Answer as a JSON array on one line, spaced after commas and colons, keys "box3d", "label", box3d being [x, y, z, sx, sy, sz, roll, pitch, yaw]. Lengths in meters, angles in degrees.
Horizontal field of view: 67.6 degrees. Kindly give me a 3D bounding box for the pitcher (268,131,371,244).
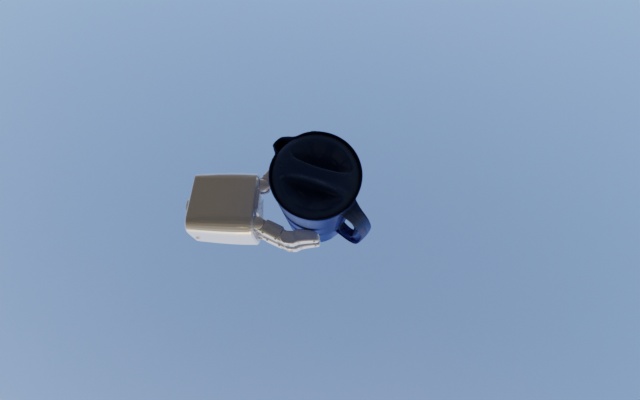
[{"box3d": [0.000, 0.002, 0.777, 0.145, 0.149, 0.243, -1, -16, 0], "label": "pitcher"}]
